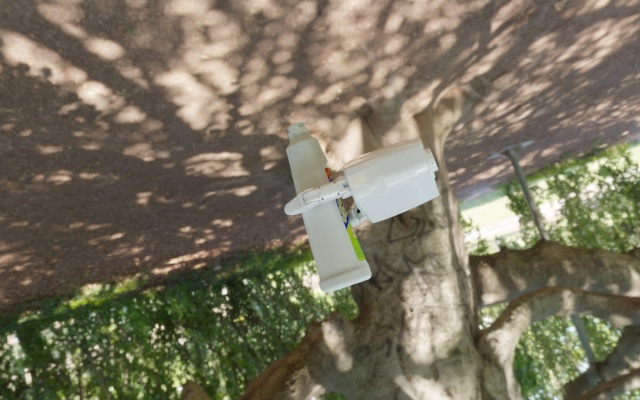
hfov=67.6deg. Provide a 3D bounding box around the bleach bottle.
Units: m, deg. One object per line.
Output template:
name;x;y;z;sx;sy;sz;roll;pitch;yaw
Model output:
bleach bottle;0.000;0.002;0.693;0.068;0.250;0.102;-21;-12;11
